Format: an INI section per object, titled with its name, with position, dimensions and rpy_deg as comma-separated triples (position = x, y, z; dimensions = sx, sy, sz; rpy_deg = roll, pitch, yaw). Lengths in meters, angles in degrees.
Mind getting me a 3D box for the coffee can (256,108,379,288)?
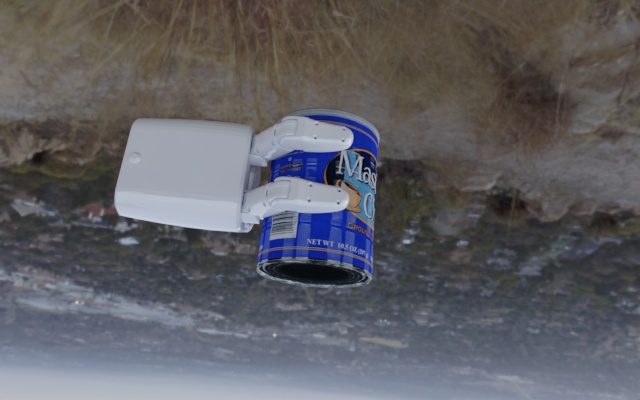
[coffee can]
position = 0.000, 0.001, 0.443
dimensions = 0.103, 0.140, 0.103
rpy_deg = 5, -21, 2
